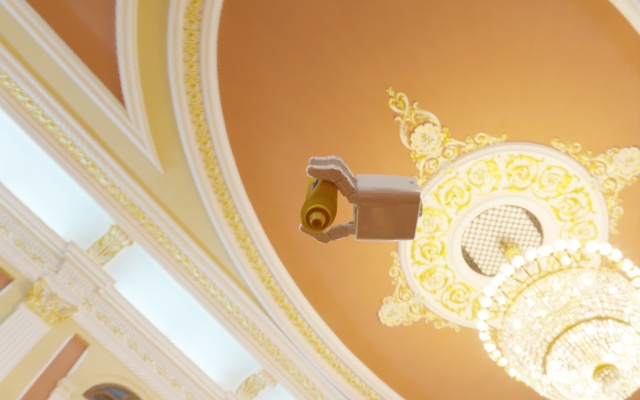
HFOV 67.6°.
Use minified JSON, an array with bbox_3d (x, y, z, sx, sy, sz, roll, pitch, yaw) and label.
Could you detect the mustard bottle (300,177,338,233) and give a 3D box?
[{"bbox_3d":[0.000,0.003,0.827,0.058,0.096,0.191,22,20,-6],"label":"mustard bottle"}]
